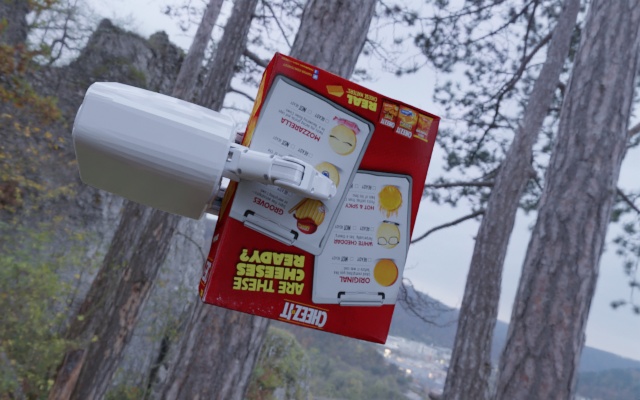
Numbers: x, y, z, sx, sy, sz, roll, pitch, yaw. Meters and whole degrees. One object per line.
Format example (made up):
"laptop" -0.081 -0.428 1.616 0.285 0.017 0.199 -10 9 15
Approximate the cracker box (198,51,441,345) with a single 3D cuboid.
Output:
"cracker box" 0.000 0.001 0.431 0.164 0.213 0.072 18 -8 -16
